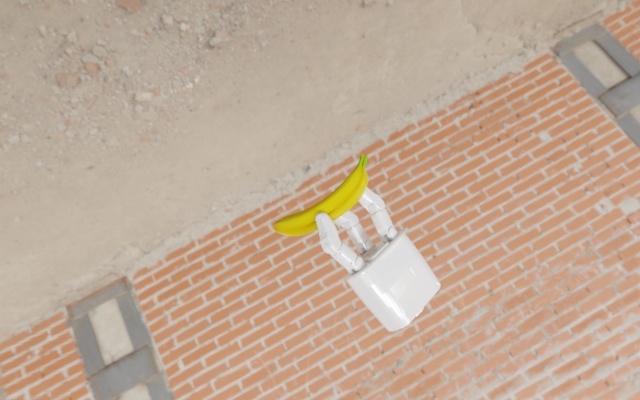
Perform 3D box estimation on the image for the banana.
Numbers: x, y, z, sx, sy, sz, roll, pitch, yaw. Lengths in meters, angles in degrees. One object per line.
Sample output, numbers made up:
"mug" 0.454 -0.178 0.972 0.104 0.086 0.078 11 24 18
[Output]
"banana" 0.003 0.011 0.740 0.198 0.037 0.069 -36 28 19
